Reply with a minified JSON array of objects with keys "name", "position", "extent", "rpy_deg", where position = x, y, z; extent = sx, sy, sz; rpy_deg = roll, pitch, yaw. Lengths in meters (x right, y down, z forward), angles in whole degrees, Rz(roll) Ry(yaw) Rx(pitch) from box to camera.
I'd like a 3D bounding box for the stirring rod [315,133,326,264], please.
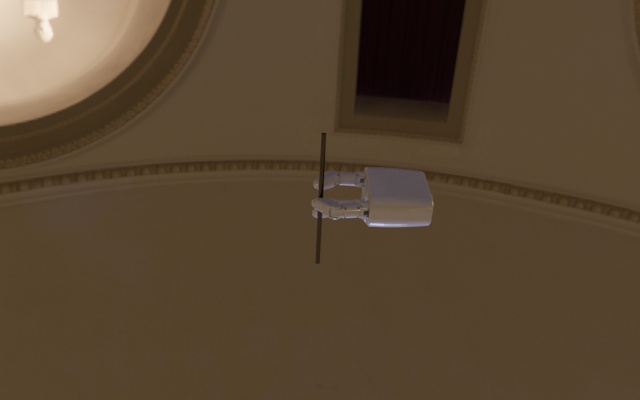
[{"name":"stirring rod","position":[0.000,0.003,0.815],"extent":[0.011,0.240,0.011],"rpy_deg":[2,24,-1]}]
